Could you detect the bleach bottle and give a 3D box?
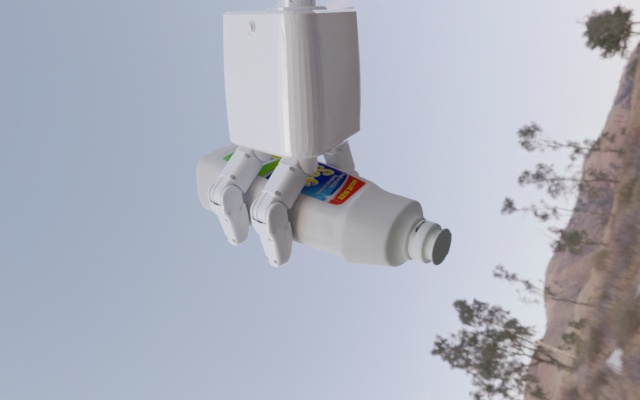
[{"bbox_3d":[0.000,0.001,0.426,0.251,0.068,0.102,18,28,39],"label":"bleach bottle"}]
